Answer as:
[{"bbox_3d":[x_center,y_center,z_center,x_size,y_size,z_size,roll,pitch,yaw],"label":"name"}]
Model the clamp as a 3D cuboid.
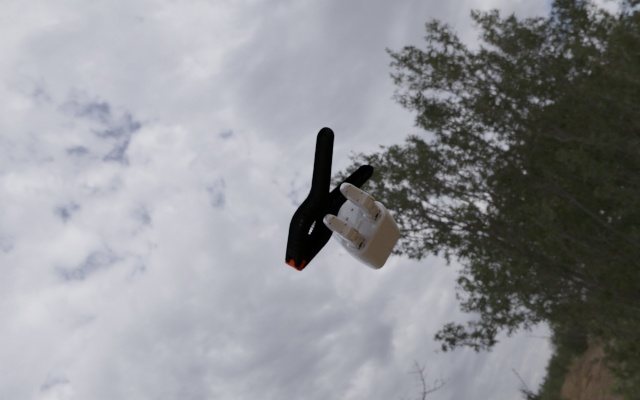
[{"bbox_3d":[-0.001,0.003,0.717,0.036,0.210,0.165,24,-11,34],"label":"clamp"}]
